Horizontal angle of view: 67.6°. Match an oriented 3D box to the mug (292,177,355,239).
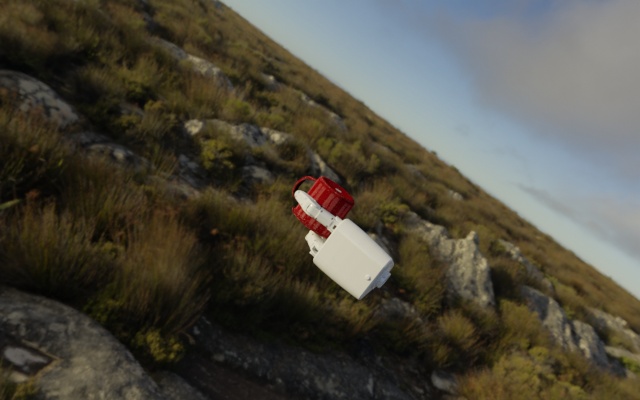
[{"bbox_3d":[-0.001,0.002,0.880,0.117,0.081,0.093,41,13,16],"label":"mug"}]
